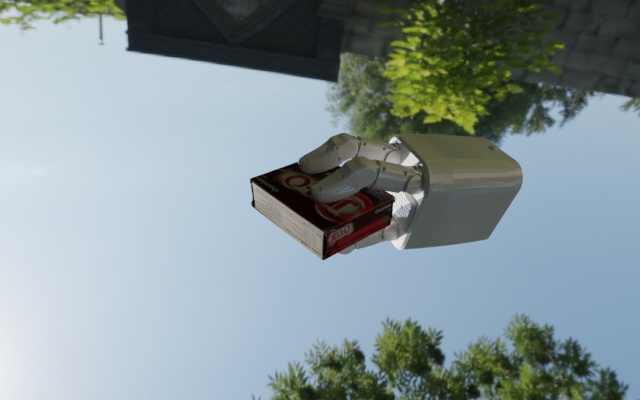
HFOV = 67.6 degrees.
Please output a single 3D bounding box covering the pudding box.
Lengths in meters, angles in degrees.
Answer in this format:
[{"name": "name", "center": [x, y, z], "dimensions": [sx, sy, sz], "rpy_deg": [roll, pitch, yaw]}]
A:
[{"name": "pudding box", "center": [0.000, 0.002, 0.461], "dimensions": [0.090, 0.039, 0.113], "rpy_deg": [-23, 39, -37]}]
